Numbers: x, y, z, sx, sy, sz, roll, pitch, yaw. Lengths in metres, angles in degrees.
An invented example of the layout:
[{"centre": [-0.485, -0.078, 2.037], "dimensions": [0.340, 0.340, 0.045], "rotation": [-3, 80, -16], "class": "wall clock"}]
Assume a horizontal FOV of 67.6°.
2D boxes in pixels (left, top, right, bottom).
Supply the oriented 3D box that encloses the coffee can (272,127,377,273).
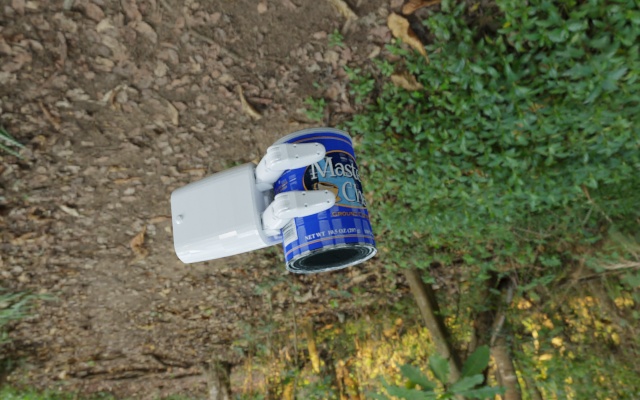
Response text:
[{"centre": [0.000, 0.002, 0.550], "dimensions": [0.103, 0.140, 0.103], "rotation": [-10, -20, -4], "class": "coffee can"}]
